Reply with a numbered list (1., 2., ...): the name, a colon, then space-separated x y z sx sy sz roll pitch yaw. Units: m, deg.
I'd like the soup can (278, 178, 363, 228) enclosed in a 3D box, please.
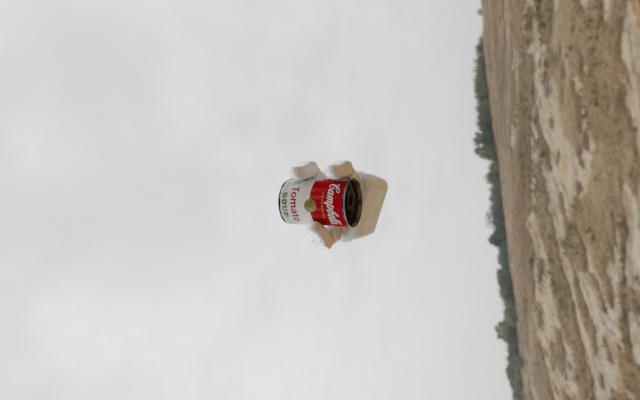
1. soup can: 0.000 0.002 0.674 0.102 0.068 0.068 1 0 25
